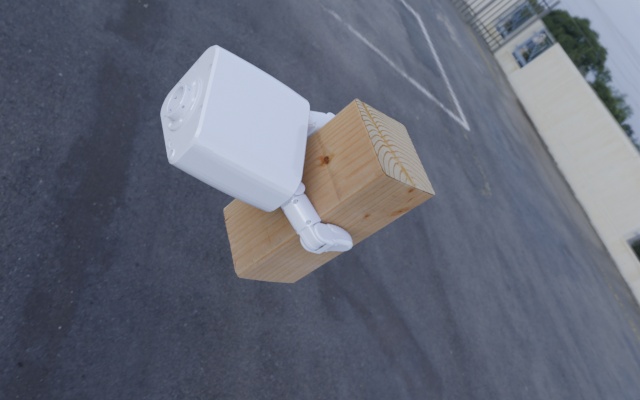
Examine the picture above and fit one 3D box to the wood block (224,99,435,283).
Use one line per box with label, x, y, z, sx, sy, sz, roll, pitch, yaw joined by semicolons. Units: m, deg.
wood block;0.000;0.002;0.505;0.206;0.090;0.090;-36;-33;31
